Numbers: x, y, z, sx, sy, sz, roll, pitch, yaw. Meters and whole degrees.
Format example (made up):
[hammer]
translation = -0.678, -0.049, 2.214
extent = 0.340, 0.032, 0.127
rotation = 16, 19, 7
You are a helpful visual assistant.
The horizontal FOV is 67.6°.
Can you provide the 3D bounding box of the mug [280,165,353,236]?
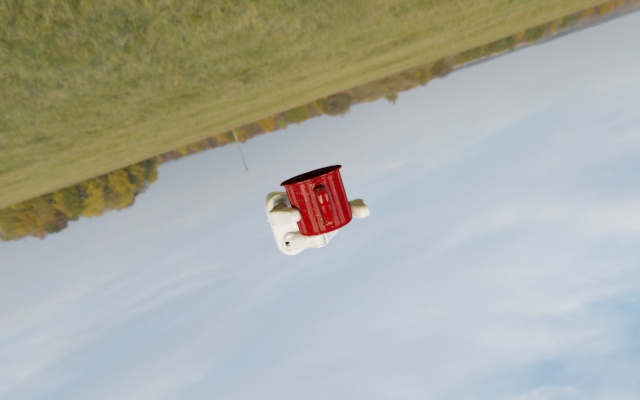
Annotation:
[mug]
translation = 0.001, 0.003, 0.677
extent = 0.093, 0.081, 0.117
rotation = -19, 10, -8
